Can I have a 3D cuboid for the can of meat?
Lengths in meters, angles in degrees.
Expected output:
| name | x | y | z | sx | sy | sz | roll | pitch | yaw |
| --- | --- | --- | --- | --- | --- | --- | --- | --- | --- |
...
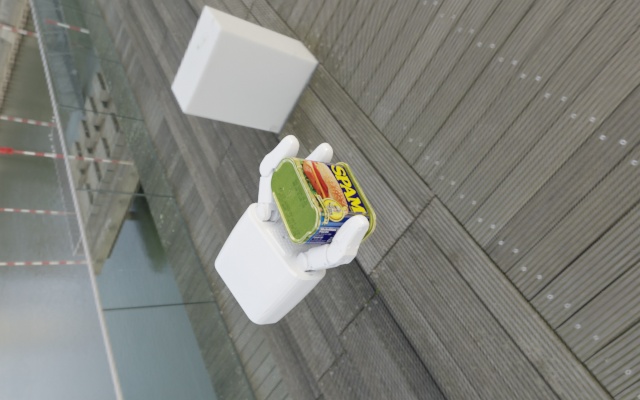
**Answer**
| name | x | y | z | sx | sy | sz | roll | pitch | yaw |
| --- | --- | --- | --- | --- | --- | --- | --- | --- | --- |
| can of meat | 0.000 | 0.002 | 0.528 | 0.084 | 0.102 | 0.057 | 5 | -42 | -41 |
